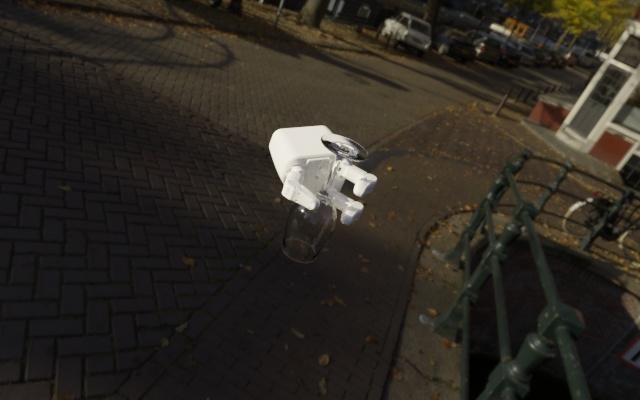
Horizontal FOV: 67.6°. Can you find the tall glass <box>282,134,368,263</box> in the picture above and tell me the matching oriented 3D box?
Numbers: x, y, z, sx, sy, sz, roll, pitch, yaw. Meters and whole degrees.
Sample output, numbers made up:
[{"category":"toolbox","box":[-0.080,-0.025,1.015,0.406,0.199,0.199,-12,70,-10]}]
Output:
[{"category":"tall glass","box":[0.000,0.002,0.737,0.079,0.201,0.079,18,29,-10]}]
